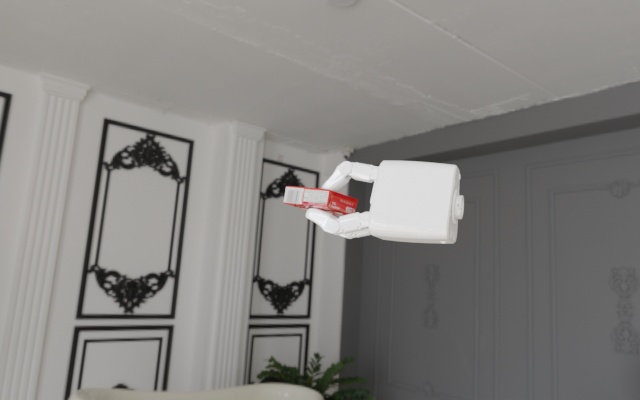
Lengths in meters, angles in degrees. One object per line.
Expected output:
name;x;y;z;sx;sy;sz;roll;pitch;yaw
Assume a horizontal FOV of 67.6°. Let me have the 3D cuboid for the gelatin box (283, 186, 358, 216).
gelatin box;0.000;0.002;0.725;0.089;0.030;0.073;6;-8;37
